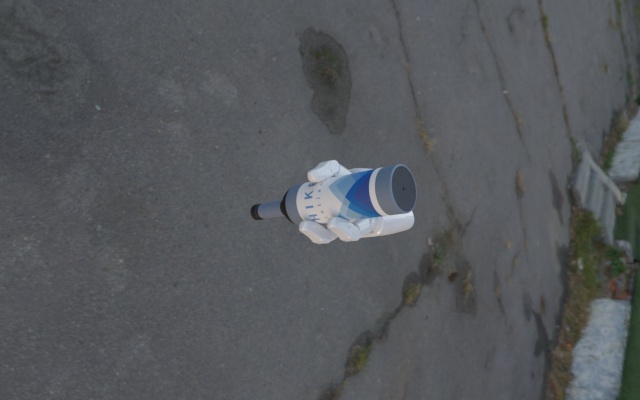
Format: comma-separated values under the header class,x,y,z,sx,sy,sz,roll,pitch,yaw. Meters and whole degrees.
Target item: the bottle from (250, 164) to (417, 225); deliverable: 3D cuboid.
class,x,y,z,sx,sy,sz,roll,pitch,yaw
bottle,0.000,0.002,0.727,0.296,0.069,0.069,-9,-6,40
